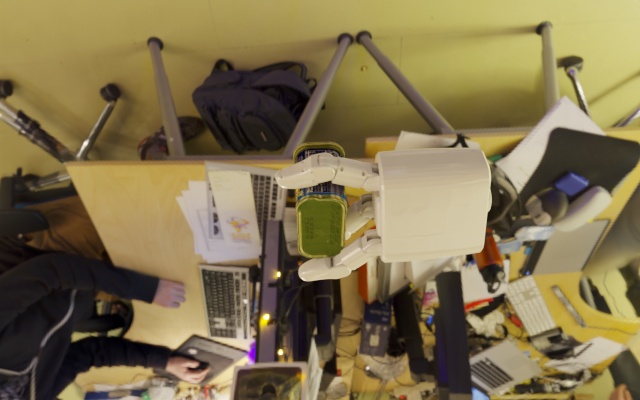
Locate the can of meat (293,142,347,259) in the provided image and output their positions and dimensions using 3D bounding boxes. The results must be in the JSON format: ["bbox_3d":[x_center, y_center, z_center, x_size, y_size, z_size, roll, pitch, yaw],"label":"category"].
[{"bbox_3d":[0.000,0.002,0.523,0.057,0.083,0.102,-2,-44,-1],"label":"can of meat"}]
